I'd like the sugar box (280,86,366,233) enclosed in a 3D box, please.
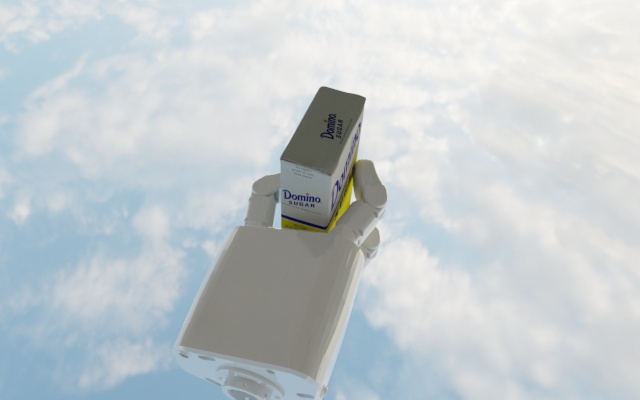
[{"bbox_3d":[0.001,0.002,0.416,0.048,0.093,0.176,18,-39,8],"label":"sugar box"}]
